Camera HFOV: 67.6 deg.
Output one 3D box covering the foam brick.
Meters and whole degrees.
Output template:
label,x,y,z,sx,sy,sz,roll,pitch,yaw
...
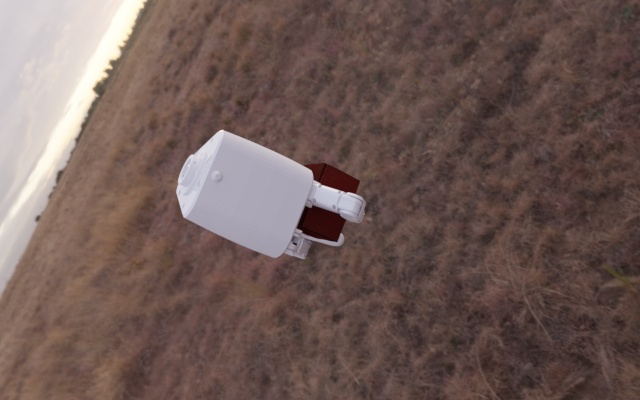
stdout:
label,x,y,z,sx,sy,sz,roll,pitch,yaw
foam brick,0.000,0.002,0.543,0.051,0.078,0.053,26,-11,-26
